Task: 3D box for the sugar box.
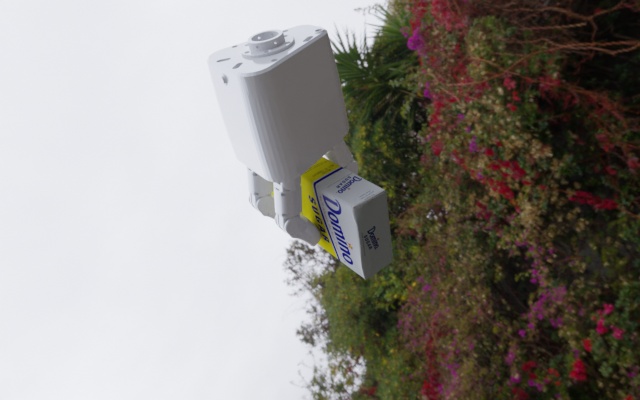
[{"bbox_3d":[0.000,0.002,0.514,0.048,0.093,0.176,-29,38,-23],"label":"sugar box"}]
